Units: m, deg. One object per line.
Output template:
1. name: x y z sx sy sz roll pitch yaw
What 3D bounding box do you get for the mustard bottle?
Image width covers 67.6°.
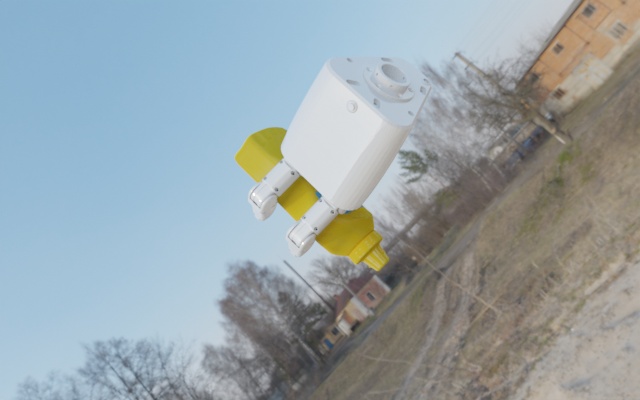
1. mustard bottle: 0.000 0.002 0.517 0.191 0.058 0.096 44 20 12
